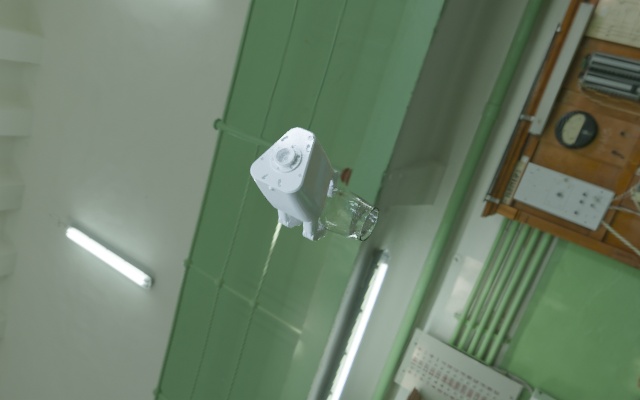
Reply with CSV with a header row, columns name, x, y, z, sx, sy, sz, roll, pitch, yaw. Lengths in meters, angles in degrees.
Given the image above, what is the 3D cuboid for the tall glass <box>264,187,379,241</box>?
name,x,y,z,sx,sy,sz,roll,pitch,yaw
tall glass,0.000,0.002,0.836,0.201,0.079,0.079,25,11,24
